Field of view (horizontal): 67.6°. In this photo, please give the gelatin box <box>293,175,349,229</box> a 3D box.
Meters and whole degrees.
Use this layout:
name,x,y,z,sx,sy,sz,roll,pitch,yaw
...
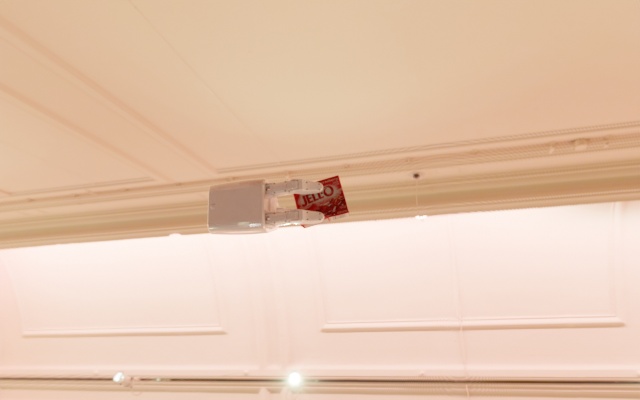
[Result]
name,x,y,z,sx,sy,sz,roll,pitch,yaw
gelatin box,0.001,0.003,0.857,0.089,0.073,0.030,-15,-17,1
